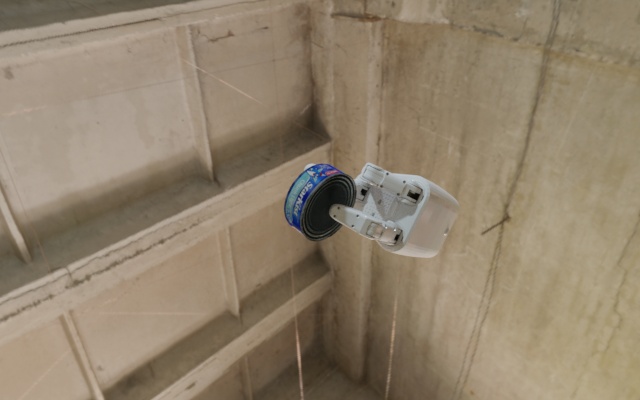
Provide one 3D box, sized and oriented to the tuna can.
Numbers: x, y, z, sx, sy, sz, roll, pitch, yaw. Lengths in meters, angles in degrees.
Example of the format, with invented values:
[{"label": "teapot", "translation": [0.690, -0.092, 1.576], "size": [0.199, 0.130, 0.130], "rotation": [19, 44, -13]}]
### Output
[{"label": "tuna can", "translation": [0.000, 0.002, 0.547], "size": [0.033, 0.086, 0.086], "rotation": [33, 21, 36]}]
